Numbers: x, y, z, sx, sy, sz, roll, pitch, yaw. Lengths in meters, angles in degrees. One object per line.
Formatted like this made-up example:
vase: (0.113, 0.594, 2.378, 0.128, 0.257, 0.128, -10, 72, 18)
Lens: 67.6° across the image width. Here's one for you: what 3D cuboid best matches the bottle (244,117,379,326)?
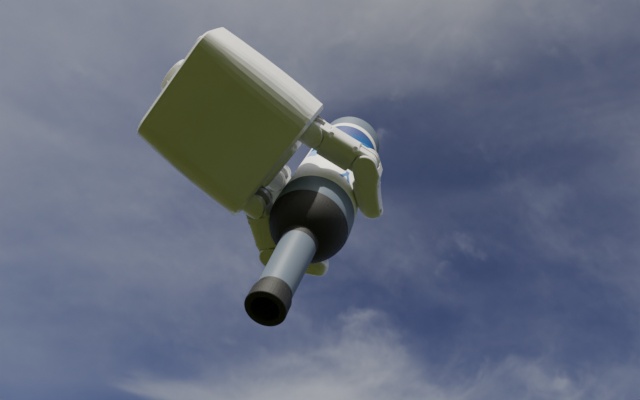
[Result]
bottle: (0.000, 0.001, 0.417, 0.069, 0.069, 0.295, 0, 26, 15)
